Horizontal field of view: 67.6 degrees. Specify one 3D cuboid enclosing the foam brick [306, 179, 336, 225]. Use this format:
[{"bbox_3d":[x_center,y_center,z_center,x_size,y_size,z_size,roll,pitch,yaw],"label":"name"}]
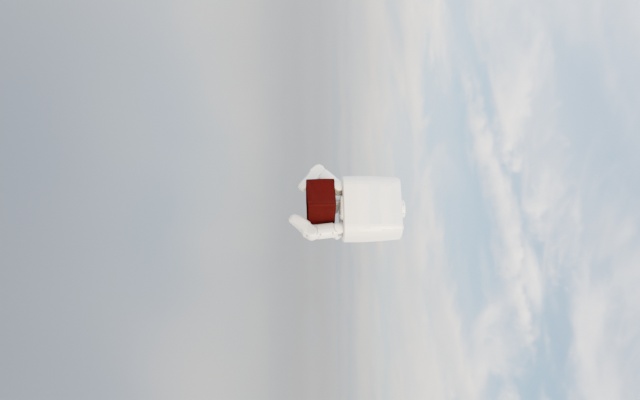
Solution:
[{"bbox_3d":[0.000,0.003,0.846,0.051,0.053,0.078,-1,-30,-1],"label":"foam brick"}]
